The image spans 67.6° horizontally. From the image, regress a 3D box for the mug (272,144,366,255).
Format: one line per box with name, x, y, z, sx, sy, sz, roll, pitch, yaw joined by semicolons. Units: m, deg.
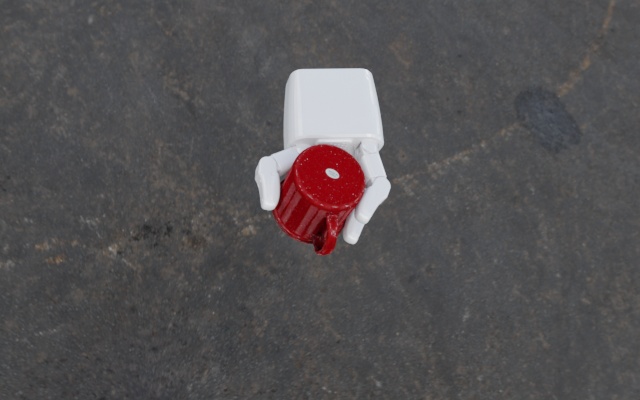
mug;0.000;0.003;0.525;0.093;0.117;0.081;4;-28;-17
